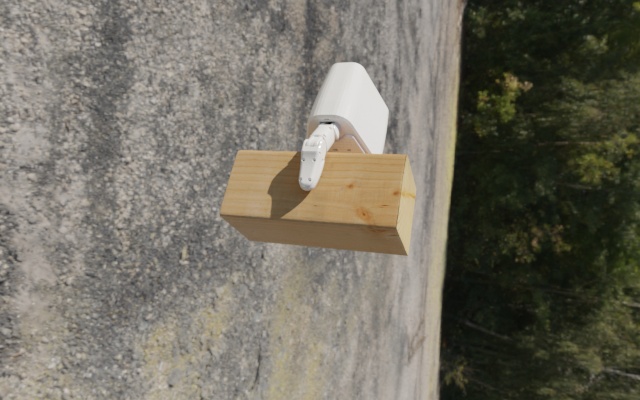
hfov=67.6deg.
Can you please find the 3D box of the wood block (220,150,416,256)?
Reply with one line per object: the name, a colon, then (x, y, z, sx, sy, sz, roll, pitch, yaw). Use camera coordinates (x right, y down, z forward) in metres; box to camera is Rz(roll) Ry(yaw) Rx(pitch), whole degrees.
wood block: (0.000, 0.001, 0.565, 0.206, 0.090, 0.091, 3, -24, 20)
